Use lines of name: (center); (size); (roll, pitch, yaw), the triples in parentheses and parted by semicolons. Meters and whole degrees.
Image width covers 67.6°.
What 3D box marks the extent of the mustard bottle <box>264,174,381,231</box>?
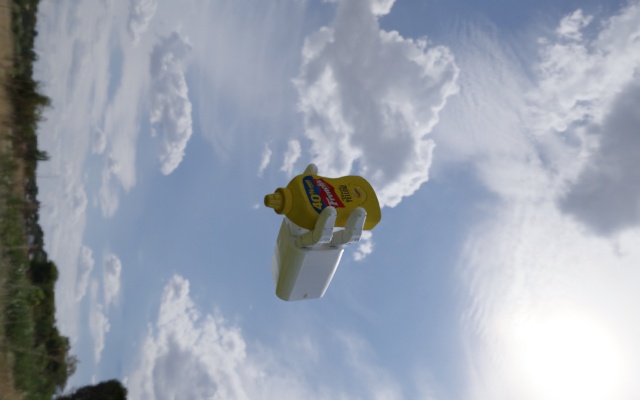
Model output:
mustard bottle: (0.000, 0.002, 0.749); (0.191, 0.096, 0.058); (1, -35, -33)
